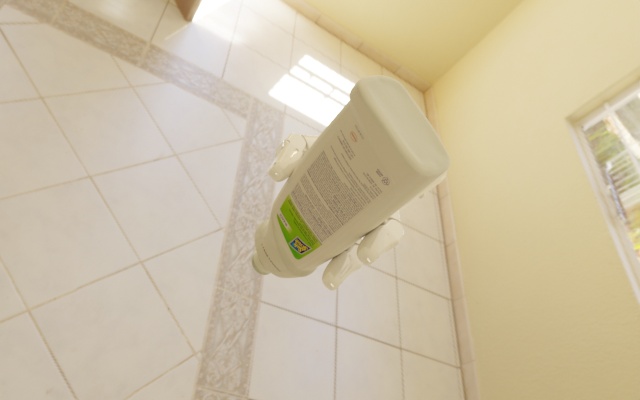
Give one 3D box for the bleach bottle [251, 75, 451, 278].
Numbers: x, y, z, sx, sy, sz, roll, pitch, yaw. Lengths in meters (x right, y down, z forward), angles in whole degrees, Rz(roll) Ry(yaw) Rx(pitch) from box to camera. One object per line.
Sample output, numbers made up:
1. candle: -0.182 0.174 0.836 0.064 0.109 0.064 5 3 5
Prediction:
1. bleach bottle: 0.000 0.002 0.460 0.068 0.102 0.251 -18 -17 -46
